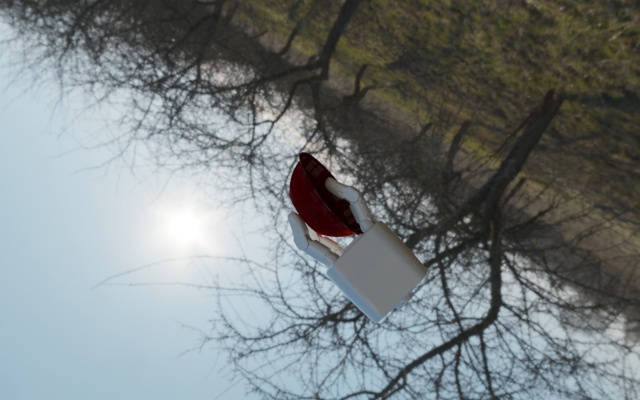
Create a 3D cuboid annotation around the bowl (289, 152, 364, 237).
[{"bbox_3d":[-0.001,0.002,0.758,0.055,0.162,0.162,-36,-11,15],"label":"bowl"}]
